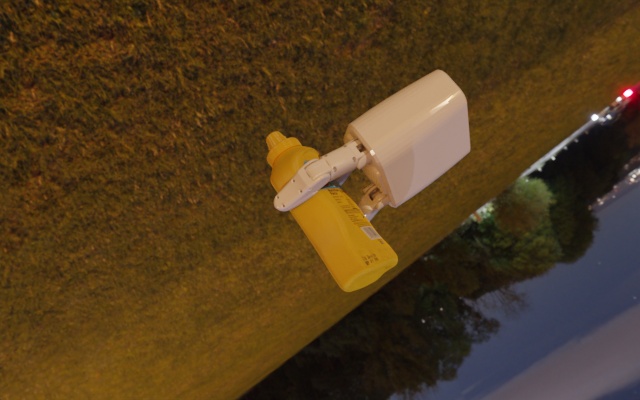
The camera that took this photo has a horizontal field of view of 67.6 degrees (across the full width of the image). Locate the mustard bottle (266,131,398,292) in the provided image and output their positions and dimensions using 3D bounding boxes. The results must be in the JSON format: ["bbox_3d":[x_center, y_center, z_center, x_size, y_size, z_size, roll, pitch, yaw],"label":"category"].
[{"bbox_3d":[0.000,0.002,0.501,0.058,0.191,0.096,-42,-19,20],"label":"mustard bottle"}]
